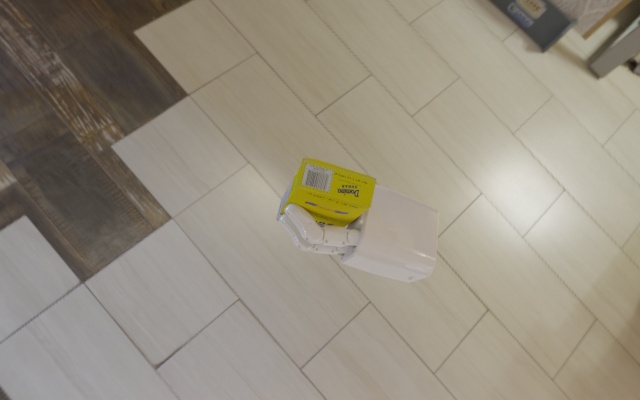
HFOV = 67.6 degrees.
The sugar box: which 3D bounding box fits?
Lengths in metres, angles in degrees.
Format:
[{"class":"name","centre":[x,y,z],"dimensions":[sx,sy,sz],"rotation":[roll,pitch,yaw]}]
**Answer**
[{"class":"sugar box","centre":[0.000,0.003,0.636],"dimensions":[0.093,0.048,0.176],"rotation":[17,-21,-8]}]
